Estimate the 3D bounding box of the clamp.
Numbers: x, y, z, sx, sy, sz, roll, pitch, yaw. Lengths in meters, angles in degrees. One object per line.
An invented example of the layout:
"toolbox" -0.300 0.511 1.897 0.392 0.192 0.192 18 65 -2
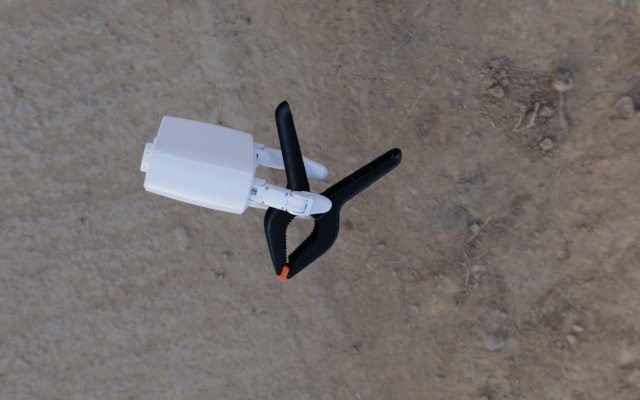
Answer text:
"clamp" 0.000 0.003 0.578 0.164 0.210 0.036 13 15 -18
